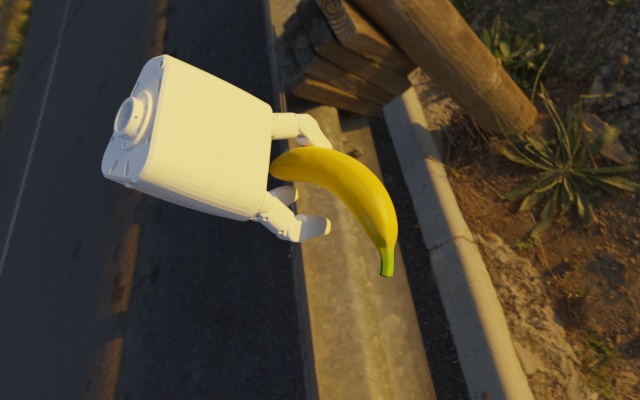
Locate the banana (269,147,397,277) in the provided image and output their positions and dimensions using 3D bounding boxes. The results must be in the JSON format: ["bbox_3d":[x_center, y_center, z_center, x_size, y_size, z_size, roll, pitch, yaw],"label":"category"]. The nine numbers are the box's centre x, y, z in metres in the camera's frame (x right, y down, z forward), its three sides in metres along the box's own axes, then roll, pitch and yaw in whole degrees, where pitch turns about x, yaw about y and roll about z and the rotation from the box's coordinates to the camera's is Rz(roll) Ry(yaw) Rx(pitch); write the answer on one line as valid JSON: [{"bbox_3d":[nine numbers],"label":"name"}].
[{"bbox_3d":[0.011,-0.013,0.451,0.037,0.069,0.197,18,18,-45],"label":"banana"}]
